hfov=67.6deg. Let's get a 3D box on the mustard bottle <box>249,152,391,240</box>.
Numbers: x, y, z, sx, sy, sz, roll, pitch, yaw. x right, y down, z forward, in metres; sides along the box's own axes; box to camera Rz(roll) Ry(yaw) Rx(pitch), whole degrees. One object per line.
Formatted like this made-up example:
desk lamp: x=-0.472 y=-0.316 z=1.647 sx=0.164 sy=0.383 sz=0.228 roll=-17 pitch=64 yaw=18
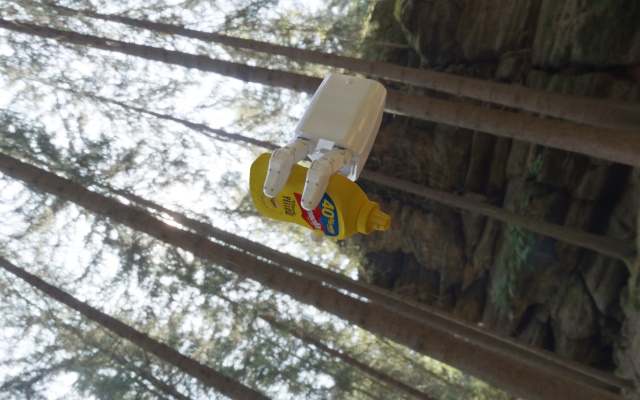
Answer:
mustard bottle: x=0.000 y=0.002 z=0.618 sx=0.191 sy=0.096 sz=0.058 roll=17 pitch=44 yaw=26
